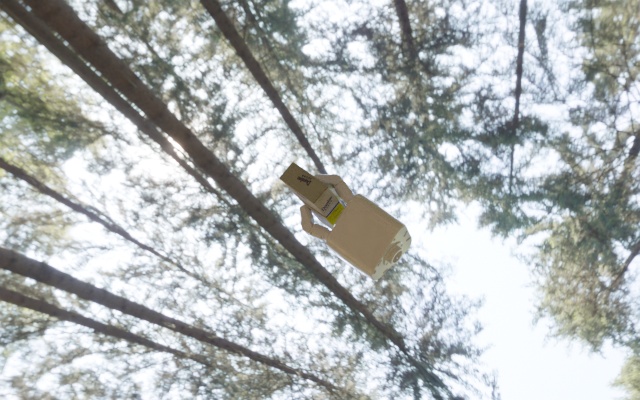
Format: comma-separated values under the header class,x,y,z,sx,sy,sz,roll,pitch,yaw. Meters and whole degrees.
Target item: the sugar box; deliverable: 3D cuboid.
class,x,y,z,sx,sy,sz,roll,pitch,yaw
sugar box,0.001,0.003,0.889,0.093,0.048,0.176,36,-9,31
